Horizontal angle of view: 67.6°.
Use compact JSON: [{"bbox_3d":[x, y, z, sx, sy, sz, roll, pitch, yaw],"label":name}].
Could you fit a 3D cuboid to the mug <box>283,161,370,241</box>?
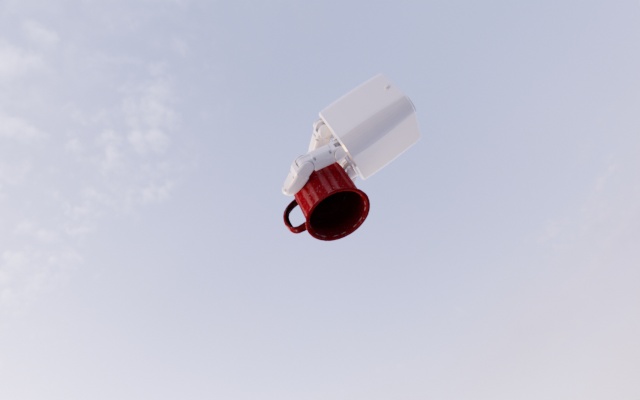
[{"bbox_3d":[-0.001,0.003,0.664,0.117,0.081,0.093,-34,-45,4],"label":"mug"}]
